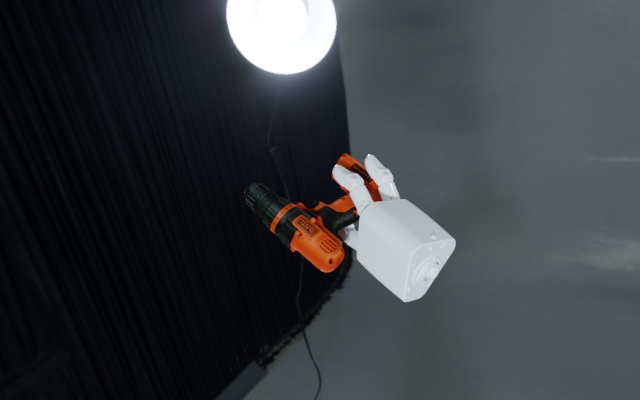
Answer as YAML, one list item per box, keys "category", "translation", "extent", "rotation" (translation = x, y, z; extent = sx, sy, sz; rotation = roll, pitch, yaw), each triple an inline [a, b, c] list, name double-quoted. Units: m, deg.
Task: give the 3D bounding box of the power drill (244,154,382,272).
- category: "power drill"
  translation: [0.001, 0.002, 0.747]
  extent: [0.187, 0.184, 0.057]
  rotation: [-39, -19, -33]
